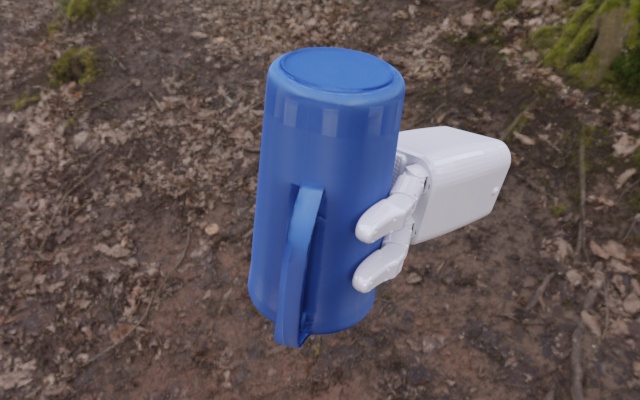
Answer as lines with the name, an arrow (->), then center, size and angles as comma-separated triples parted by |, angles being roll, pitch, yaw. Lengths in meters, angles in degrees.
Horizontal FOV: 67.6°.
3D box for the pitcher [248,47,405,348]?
pitcher -> 0.000, 0.001, 0.427 | 0.145, 0.243, 0.149 | -15, 41, -27
